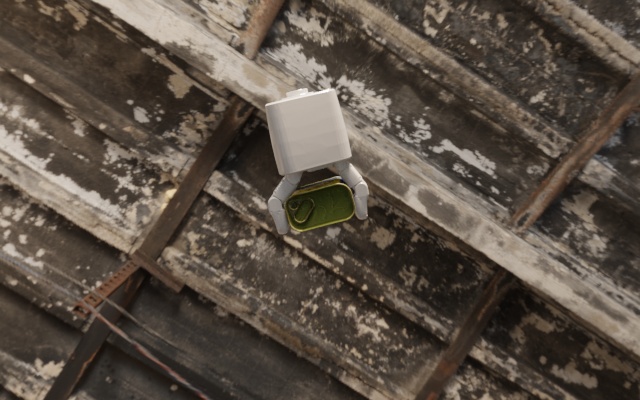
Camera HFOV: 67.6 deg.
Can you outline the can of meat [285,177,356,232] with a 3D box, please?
[{"bbox_3d":[0.000,0.002,0.741,0.102,0.057,0.084,-15,12,5],"label":"can of meat"}]
